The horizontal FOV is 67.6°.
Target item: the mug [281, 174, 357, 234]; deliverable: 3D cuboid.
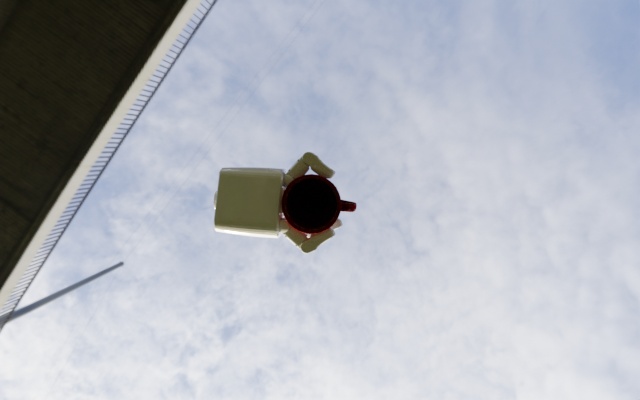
[{"bbox_3d":[0.002,0.003,0.773,0.117,0.093,0.081,4,7,3],"label":"mug"}]
